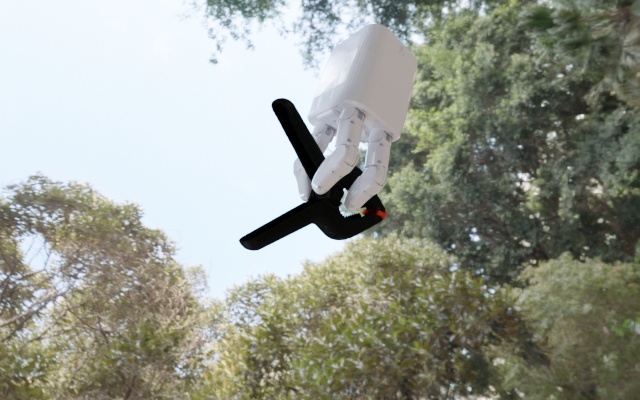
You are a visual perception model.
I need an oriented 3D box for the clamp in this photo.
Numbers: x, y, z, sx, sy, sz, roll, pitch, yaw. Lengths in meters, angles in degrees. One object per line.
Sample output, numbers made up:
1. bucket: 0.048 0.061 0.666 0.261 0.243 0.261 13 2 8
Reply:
1. clamp: 0.000 0.002 0.555 0.036 0.164 0.210 5 -18 46
